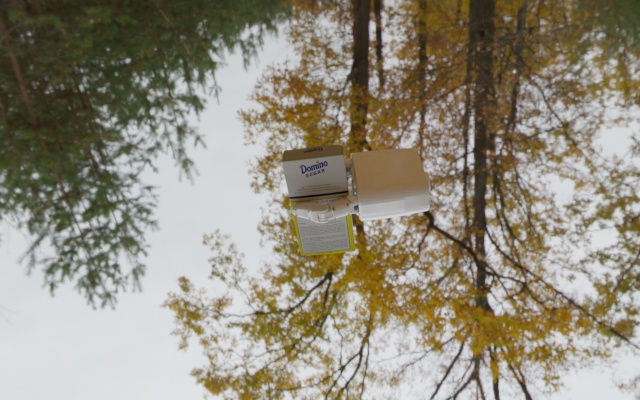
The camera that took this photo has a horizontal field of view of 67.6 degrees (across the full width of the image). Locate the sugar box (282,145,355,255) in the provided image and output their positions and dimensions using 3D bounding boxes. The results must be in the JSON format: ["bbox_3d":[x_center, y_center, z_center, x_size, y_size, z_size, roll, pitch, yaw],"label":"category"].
[{"bbox_3d":[0.000,0.002,0.745,0.093,0.176,0.048,-6,29,4],"label":"sugar box"}]
